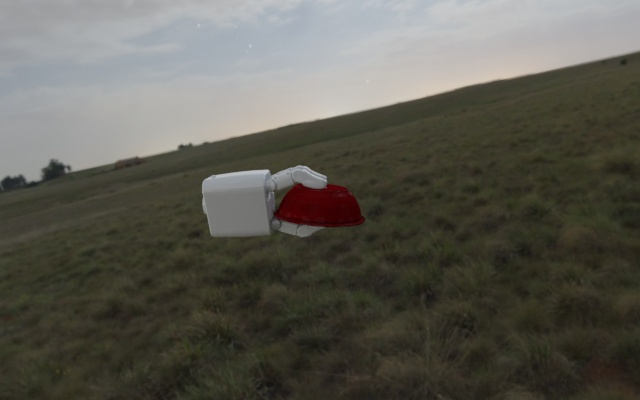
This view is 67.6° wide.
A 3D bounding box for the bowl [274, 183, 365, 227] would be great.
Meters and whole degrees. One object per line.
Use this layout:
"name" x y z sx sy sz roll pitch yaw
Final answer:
"bowl" 0.001 0.002 0.833 0.162 0.055 0.162 4 9 -1
